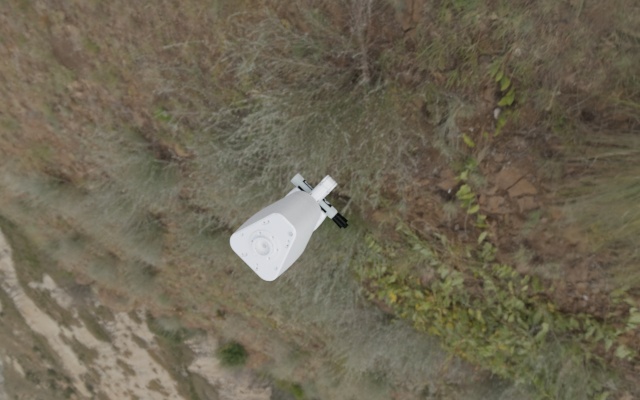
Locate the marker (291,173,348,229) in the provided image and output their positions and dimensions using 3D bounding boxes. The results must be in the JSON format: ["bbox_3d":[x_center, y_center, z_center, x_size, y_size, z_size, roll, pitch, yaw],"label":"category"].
[{"bbox_3d":[0.000,0.003,0.797,0.121,0.020,0.020,44,1,2],"label":"marker"}]
